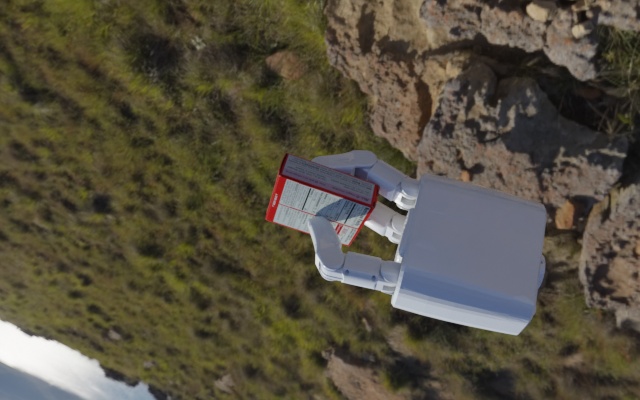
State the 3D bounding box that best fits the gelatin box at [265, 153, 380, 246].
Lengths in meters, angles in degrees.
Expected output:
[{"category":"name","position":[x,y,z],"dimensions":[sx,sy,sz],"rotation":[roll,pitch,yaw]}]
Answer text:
[{"category":"gelatin box","position":[0.000,0.002,0.436],"dimensions":[0.089,0.030,0.073],"rotation":[18,-37,-4]}]
